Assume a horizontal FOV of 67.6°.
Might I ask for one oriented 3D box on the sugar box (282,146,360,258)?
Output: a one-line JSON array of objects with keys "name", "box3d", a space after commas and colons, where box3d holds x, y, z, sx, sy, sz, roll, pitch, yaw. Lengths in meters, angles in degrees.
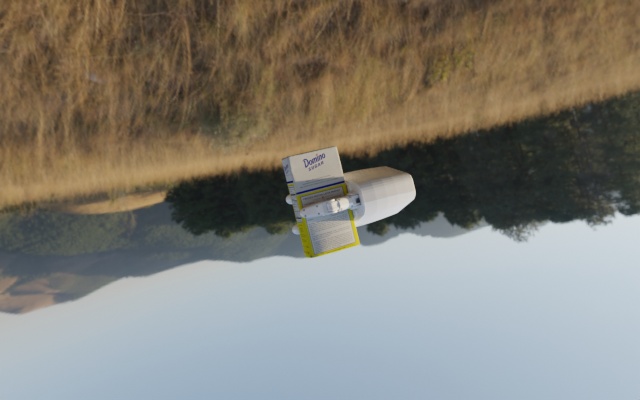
[{"name": "sugar box", "box3d": [0.000, 0.003, 0.819, 0.093, 0.176, 0.048, -14, 1, -20]}]
